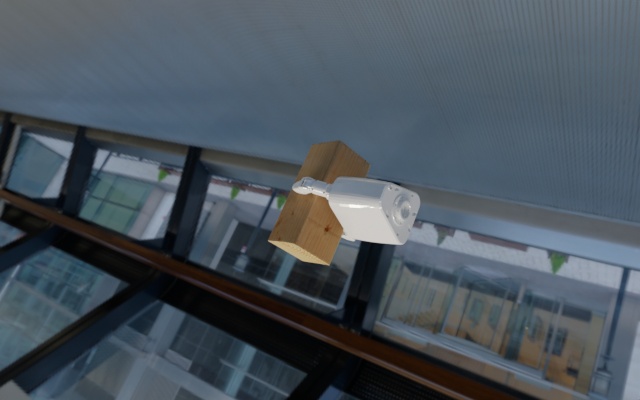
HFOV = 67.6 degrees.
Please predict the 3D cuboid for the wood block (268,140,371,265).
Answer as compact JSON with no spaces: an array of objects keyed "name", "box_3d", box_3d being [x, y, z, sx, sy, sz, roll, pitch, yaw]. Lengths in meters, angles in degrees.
[{"name":"wood block","box_3d":[0.000,0.003,0.878,0.091,0.206,0.090,35,-20,-32]}]
